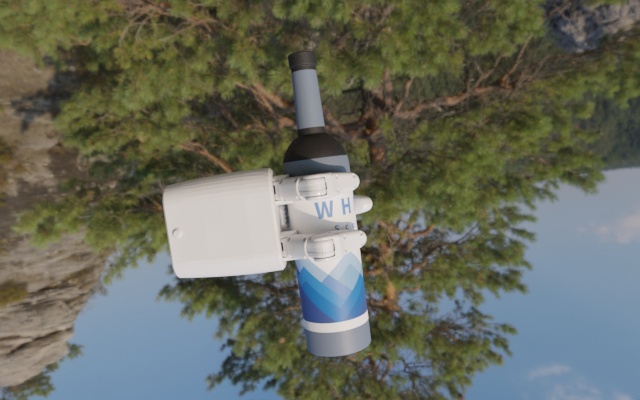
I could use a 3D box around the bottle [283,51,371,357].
[{"bbox_3d":[0.000,0.002,0.480,0.069,0.296,0.069,-7,4,0],"label":"bottle"}]
